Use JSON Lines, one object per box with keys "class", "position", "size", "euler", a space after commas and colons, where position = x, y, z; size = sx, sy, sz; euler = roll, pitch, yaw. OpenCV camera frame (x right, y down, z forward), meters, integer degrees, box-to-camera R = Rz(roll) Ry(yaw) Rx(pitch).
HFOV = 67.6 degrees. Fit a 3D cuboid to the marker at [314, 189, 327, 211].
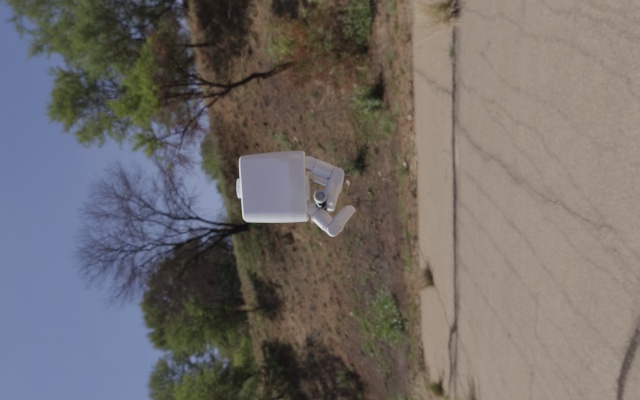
{"class": "marker", "position": [0.000, 0.003, 0.762], "size": [0.020, 0.020, 0.121], "euler": [0, -9, 1]}
